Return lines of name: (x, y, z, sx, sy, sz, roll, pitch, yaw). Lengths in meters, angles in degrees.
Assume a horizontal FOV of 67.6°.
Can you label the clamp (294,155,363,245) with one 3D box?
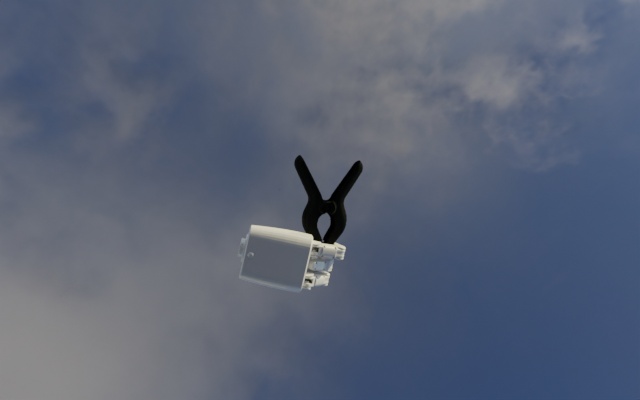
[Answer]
clamp: (0.000, 0.003, 0.821, 0.120, 0.171, 0.039, 13, 0, -10)
